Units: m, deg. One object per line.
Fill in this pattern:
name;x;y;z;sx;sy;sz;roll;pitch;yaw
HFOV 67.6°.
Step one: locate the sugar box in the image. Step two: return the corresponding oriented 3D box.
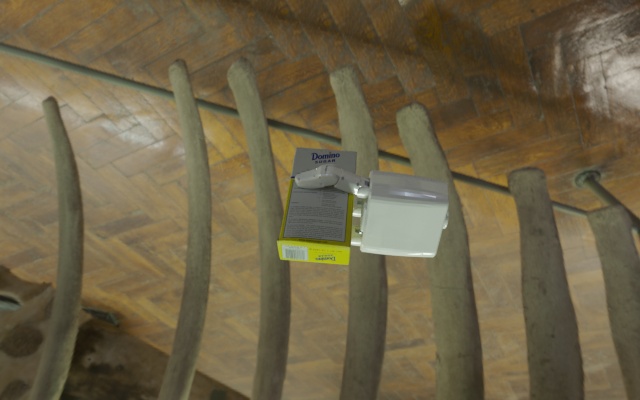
sugar box;0.000;0.003;0.659;0.093;0.176;0.048;5;-44;4
